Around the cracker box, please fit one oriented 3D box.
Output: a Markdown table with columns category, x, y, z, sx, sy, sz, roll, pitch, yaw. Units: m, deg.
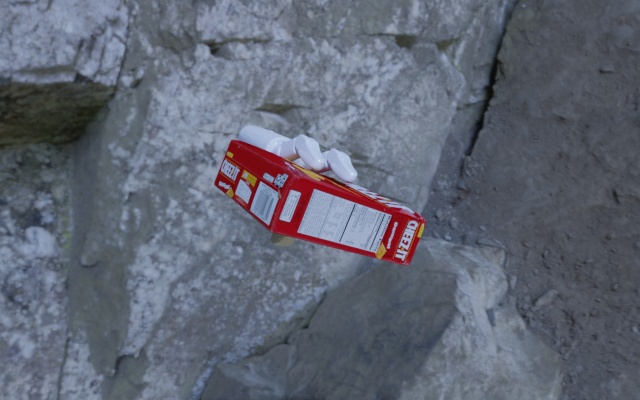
| category | x | y | z | sx | sy | sz | roll | pitch | yaw |
| --- | --- | --- | --- | --- | --- | --- | --- | --- | --- |
| cracker box | 0.000 | 0.002 | 0.592 | 0.214 | 0.072 | 0.164 | 17 | 8 | -37 |
